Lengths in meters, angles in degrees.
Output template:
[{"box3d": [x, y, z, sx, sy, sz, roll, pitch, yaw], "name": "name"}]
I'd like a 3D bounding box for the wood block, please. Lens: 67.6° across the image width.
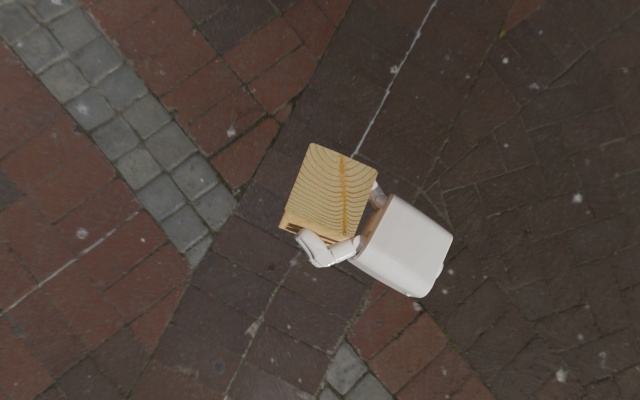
[{"box3d": [0.001, 0.002, 0.659, 0.090, 0.091, 0.206, 22, -11, -4], "name": "wood block"}]
